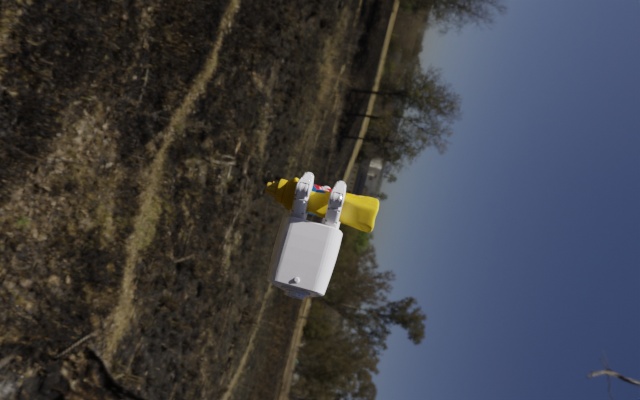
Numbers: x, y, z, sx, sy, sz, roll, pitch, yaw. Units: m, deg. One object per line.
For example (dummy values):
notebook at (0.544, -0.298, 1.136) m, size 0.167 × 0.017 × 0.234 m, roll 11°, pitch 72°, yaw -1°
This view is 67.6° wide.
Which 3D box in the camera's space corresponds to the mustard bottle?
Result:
mustard bottle at (0.000, 0.002, 0.808) m, size 0.191 × 0.058 × 0.096 m, roll 15°, pitch 7°, yaw 4°
